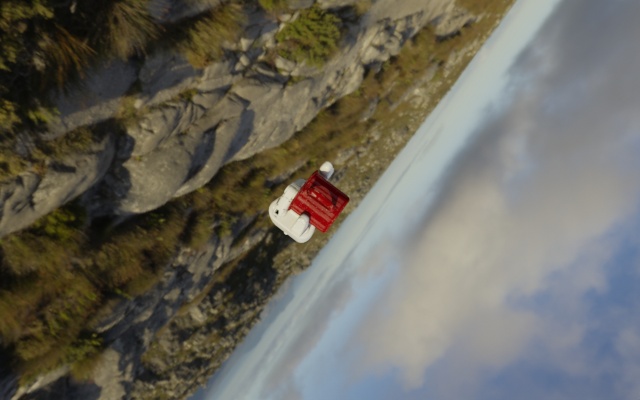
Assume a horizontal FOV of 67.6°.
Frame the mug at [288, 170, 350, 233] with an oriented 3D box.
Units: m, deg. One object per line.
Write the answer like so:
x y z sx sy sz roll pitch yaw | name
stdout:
0.000 0.003 0.861 0.081 0.093 0.117 37 -11 3 | mug
